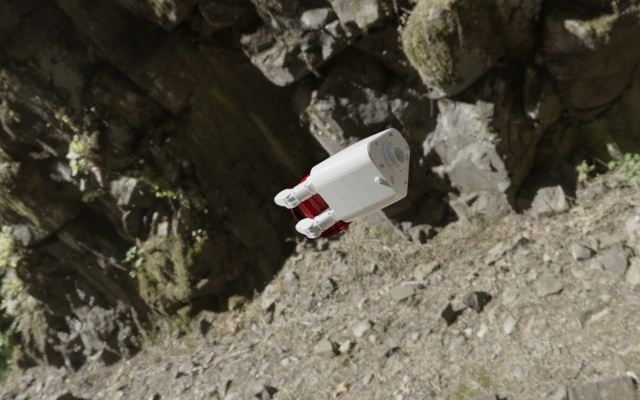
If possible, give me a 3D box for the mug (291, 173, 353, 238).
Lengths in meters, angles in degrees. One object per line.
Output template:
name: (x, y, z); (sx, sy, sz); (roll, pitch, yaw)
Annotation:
mug: (-0.001, 0.003, 0.771); (0.117, 0.081, 0.093); (-25, 23, 38)
